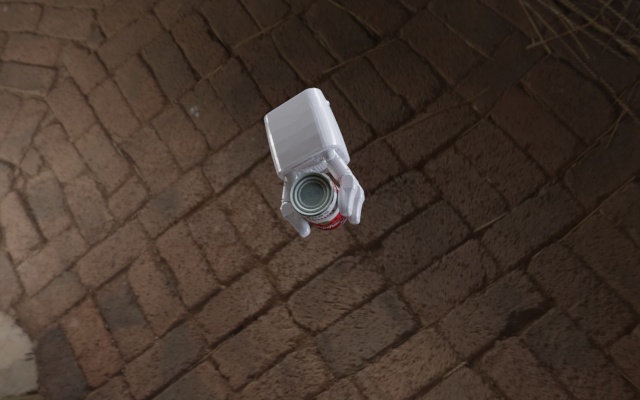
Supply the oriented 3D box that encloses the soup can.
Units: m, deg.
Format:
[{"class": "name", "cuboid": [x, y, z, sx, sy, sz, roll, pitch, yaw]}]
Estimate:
[{"class": "soup can", "cuboid": [0.000, 0.003, 0.716, 0.068, 0.068, 0.102, 0, -14, 15]}]
